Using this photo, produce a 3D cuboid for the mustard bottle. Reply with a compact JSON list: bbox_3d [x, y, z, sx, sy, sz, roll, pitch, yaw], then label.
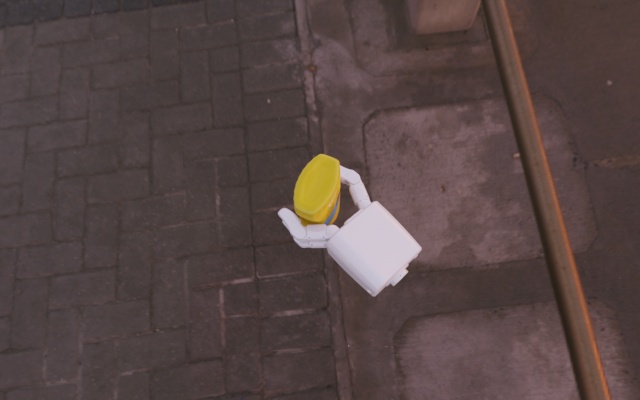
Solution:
[{"bbox_3d":[0.000,0.002,0.776,0.058,0.096,0.192,21,-15,9],"label":"mustard bottle"}]
